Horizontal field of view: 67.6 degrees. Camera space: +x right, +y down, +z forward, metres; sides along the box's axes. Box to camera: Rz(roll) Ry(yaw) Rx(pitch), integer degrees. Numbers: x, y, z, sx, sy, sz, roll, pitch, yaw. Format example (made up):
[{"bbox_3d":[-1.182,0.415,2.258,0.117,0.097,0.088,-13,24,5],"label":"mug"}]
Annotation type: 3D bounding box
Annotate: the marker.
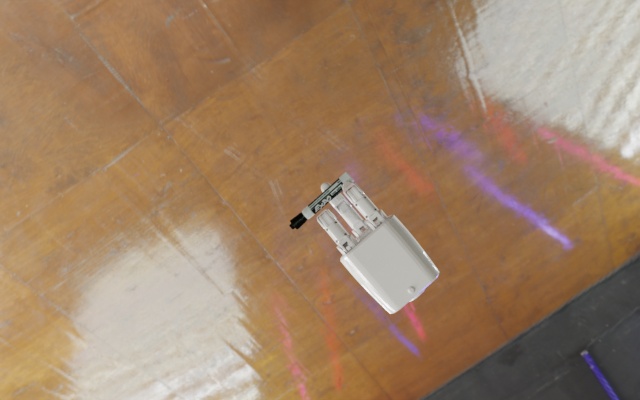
[{"bbox_3d":[0.000,0.002,0.731,0.121,0.020,0.020,-41,-4,5],"label":"marker"}]
